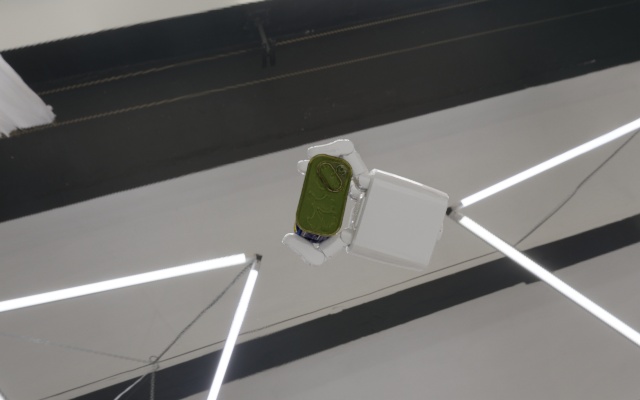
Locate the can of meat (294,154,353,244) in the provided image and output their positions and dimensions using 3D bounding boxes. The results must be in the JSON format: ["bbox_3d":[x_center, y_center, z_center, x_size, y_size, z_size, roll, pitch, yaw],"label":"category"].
[{"bbox_3d":[0.000,0.002,0.620,0.057,0.102,0.084,14,-15,-4],"label":"can of meat"}]
